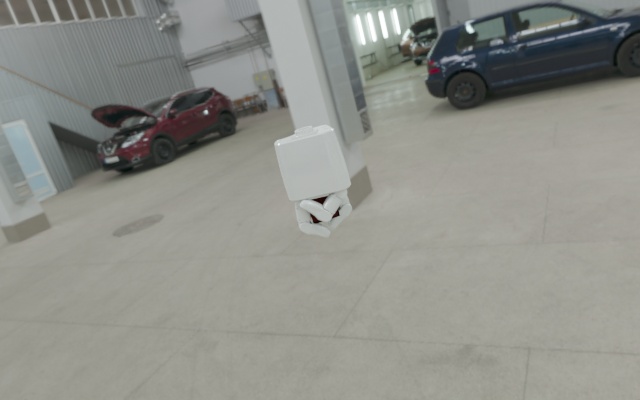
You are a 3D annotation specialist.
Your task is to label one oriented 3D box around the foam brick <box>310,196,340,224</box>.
[{"bbox_3d":[0.000,0.003,0.892,0.053,0.051,0.078,-18,16,-5],"label":"foam brick"}]
